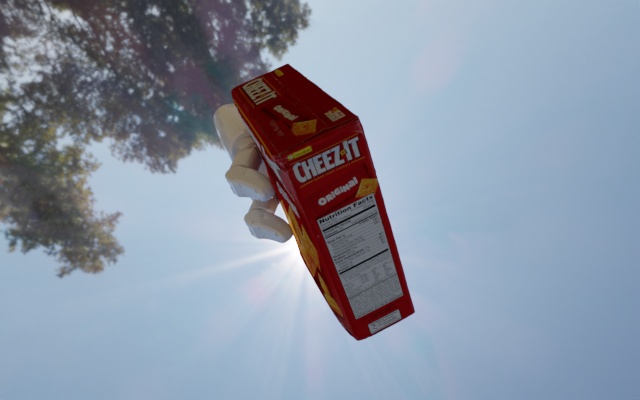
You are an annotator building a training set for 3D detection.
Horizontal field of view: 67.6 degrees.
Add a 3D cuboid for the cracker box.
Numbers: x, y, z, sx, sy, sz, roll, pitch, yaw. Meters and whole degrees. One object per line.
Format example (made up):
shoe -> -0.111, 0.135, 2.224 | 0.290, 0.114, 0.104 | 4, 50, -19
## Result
cracker box -> 0.000, 0.002, 0.445 | 0.072, 0.214, 0.164 | -27, 35, -8
